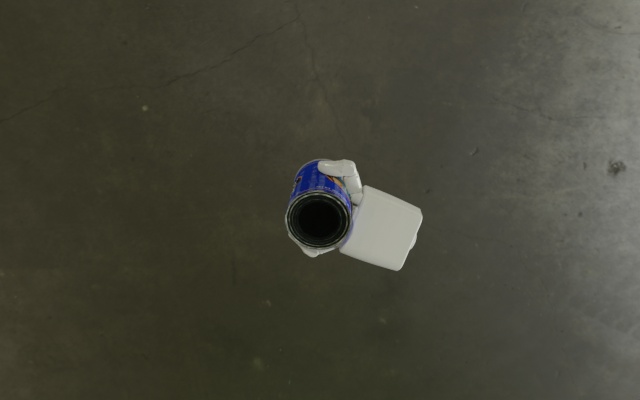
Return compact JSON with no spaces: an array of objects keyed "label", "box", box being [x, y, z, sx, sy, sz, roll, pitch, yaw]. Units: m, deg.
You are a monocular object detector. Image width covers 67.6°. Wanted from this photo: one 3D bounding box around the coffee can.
[{"label":"coffee can","box":[0.000,0.002,0.789,0.103,0.103,0.140,0,25,4]}]
